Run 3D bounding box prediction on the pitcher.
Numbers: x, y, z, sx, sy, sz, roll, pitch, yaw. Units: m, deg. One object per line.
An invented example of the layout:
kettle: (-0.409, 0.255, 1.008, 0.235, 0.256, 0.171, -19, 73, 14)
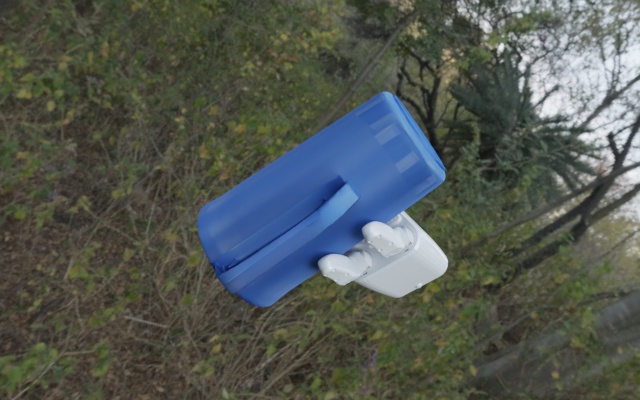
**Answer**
pitcher: (0.000, 0.002, 0.492, 0.243, 0.149, 0.145, -34, -37, 17)
